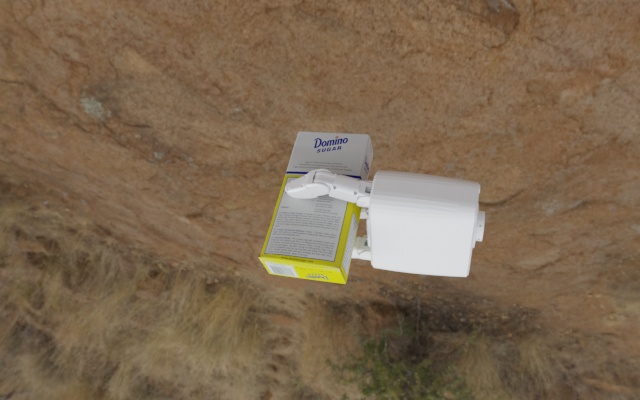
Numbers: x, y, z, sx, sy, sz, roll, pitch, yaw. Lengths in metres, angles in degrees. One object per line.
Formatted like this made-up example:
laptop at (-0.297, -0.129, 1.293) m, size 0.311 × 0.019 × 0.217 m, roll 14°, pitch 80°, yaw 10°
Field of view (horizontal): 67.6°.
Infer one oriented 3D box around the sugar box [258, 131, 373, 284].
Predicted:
sugar box at (0.000, 0.002, 0.548) m, size 0.093 × 0.176 × 0.048 m, roll 6°, pitch -33°, yaw 17°
